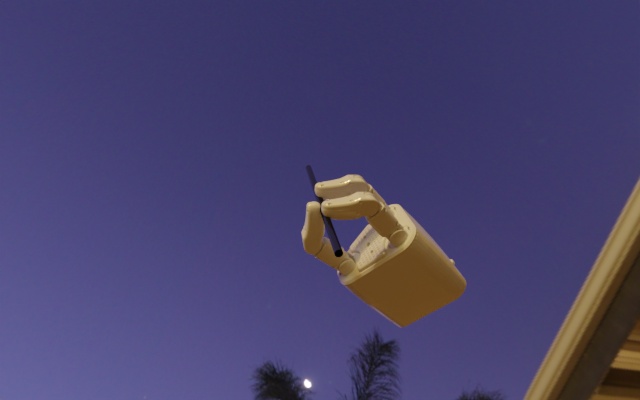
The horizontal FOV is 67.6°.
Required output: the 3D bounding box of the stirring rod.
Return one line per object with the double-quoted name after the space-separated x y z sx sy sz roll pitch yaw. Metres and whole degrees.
0.000 0.002 0.543 0.011 0.011 0.239 0 23 -9 "stirring rod"
